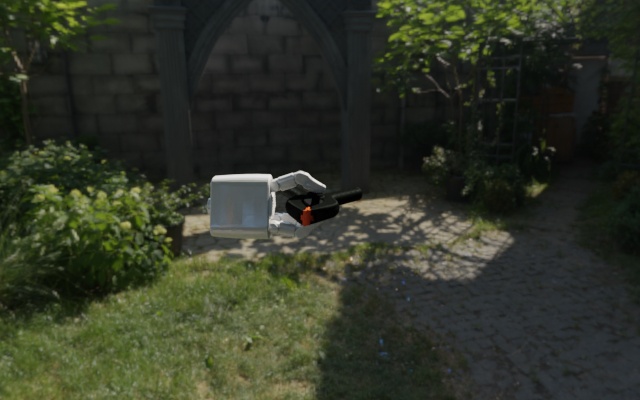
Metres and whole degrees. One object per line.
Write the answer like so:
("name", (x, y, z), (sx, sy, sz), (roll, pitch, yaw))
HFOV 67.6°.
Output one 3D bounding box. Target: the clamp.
("clamp", (0.000, 0.002, 0.868), (0.164, 0.036, 0.210), (2, 15, 0))
